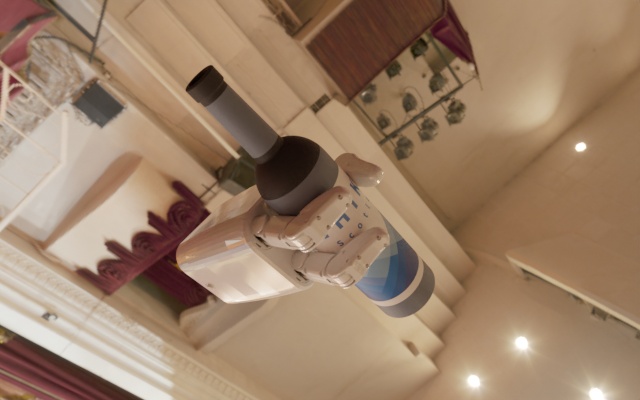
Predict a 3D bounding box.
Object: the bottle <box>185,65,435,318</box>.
[{"bbox_3d":[0.000,0.002,0.421,0.069,0.069,0.296,0,-38,50],"label":"bottle"}]
